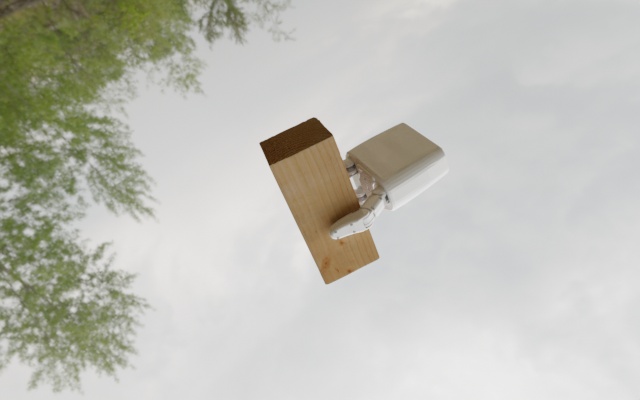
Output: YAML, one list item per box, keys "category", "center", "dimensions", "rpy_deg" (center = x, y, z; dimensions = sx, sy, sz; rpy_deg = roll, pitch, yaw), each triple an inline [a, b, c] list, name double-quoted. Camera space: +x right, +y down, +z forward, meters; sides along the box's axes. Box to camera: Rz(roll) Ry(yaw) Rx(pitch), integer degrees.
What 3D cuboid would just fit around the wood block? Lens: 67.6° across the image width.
- category: "wood block"
  center: [0.001, 0.002, 0.672]
  dimensions: [0.090, 0.206, 0.090]
  rpy_deg: [-26, 29, -4]
